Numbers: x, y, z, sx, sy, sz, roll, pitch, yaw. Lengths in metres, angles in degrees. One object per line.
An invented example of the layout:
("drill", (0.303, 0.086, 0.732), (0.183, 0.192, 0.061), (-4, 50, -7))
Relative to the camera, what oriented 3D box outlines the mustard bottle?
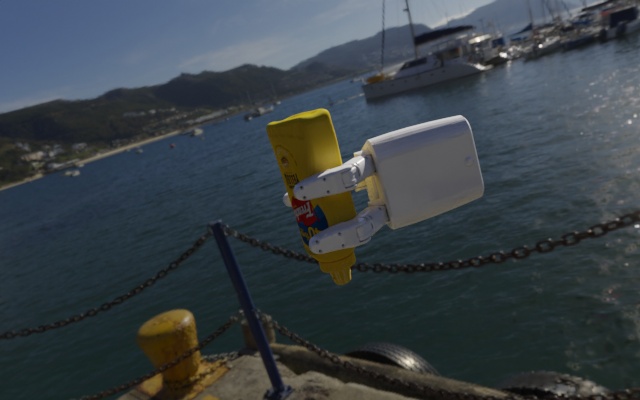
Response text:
("mustard bottle", (0.000, 0.002, 0.516), (0.058, 0.192, 0.096), (-23, 14, -26))
